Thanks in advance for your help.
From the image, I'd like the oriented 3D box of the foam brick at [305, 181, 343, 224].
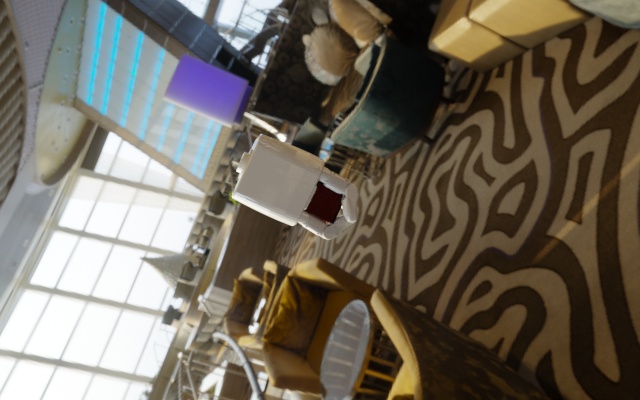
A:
[{"bbox_3d":[0.000,0.003,0.777,0.051,0.053,0.078,26,-7,-12],"label":"foam brick"}]
